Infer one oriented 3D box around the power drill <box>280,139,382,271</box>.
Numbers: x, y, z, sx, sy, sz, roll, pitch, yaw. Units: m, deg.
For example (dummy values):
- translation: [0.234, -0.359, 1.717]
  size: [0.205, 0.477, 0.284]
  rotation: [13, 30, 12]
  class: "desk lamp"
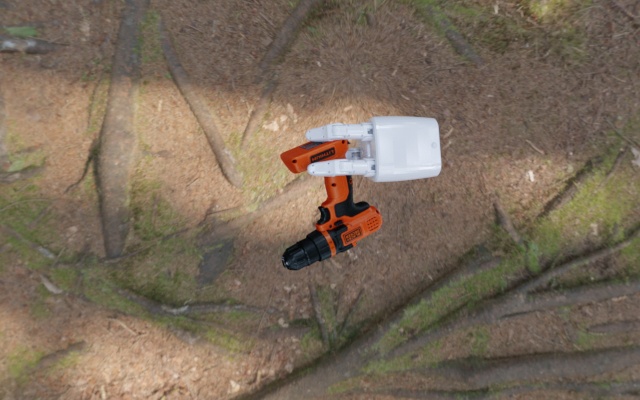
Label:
- translation: [0.000, 0.002, 0.757]
  size: [0.184, 0.188, 0.057]
  rotation: [-26, 25, -21]
  class: "power drill"
